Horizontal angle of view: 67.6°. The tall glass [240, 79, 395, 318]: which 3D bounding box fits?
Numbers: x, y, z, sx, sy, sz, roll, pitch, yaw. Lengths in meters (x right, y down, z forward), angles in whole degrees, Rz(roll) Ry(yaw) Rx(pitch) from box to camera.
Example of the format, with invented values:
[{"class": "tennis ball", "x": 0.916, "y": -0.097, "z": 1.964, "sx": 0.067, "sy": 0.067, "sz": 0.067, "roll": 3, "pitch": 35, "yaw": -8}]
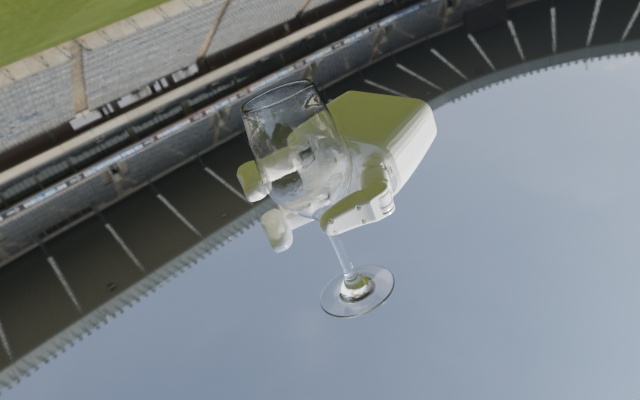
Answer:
[{"class": "tall glass", "x": 0.000, "y": 0.002, "z": 0.412, "sx": 0.079, "sy": 0.201, "sz": 0.079, "roll": -19, "pitch": 25, "yaw": 9}]
